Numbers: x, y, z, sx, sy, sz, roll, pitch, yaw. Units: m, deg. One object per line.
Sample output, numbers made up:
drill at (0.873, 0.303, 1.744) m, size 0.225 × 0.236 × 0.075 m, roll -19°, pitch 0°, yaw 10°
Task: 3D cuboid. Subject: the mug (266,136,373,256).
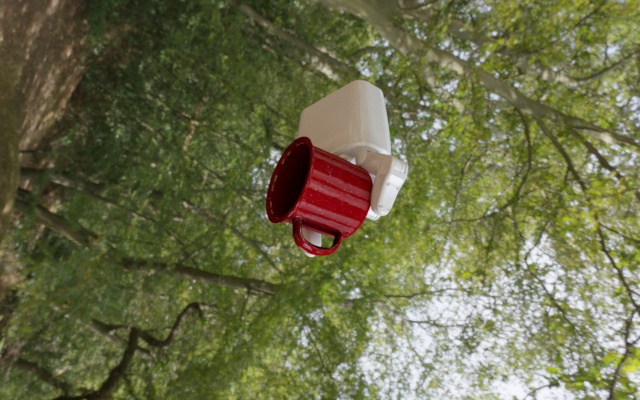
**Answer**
mug at (0.000, 0.003, 0.490) m, size 0.081 × 0.117 × 0.093 m, roll 21°, pitch -37°, yaw -27°
